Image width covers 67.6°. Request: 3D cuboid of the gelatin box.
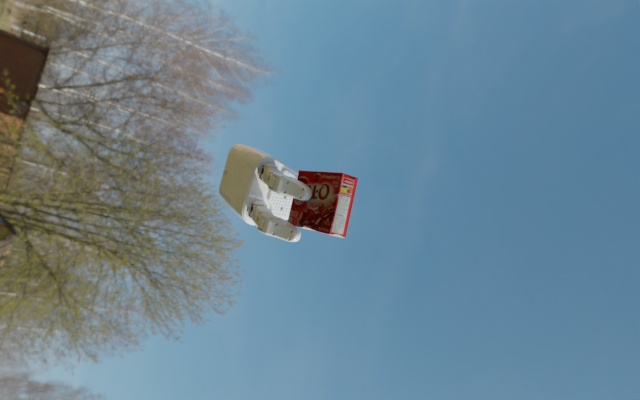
[{"bbox_3d":[0.001,0.002,0.585,0.030,0.073,0.089,15,-4,-39],"label":"gelatin box"}]
